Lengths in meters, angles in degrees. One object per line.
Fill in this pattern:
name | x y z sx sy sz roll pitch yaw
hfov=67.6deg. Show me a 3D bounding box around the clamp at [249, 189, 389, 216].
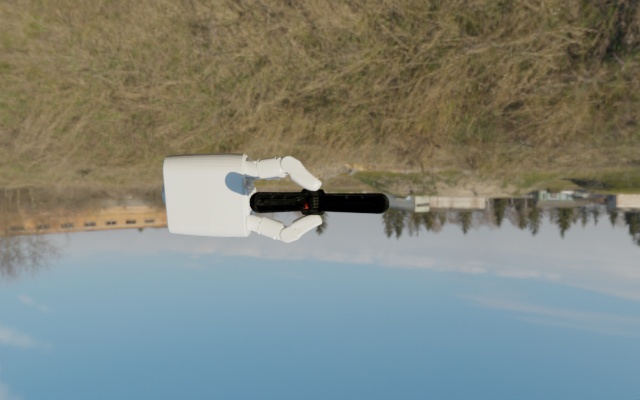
clamp | 0.000 0.003 0.645 0.164 0.036 0.210 2 1 0
